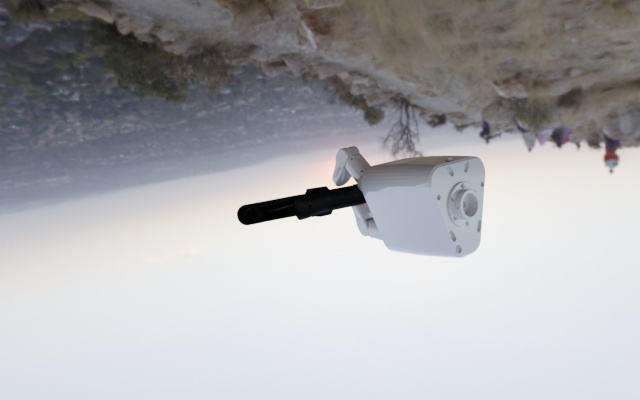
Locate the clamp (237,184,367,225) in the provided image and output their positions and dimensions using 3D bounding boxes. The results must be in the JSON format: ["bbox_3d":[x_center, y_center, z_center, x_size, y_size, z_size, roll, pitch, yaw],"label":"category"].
[{"bbox_3d":[0.000,0.002,0.566,0.171,0.039,0.120,-14,10,-33],"label":"clamp"}]
